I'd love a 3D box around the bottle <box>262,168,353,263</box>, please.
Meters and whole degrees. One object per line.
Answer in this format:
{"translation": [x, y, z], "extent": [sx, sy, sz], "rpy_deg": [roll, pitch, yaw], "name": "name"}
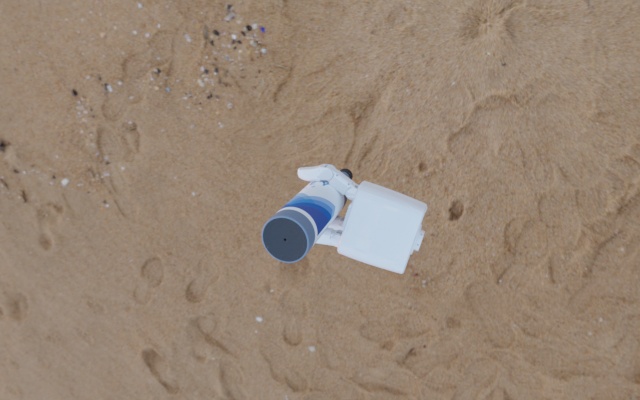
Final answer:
{"translation": [0.000, 0.002, 0.745], "extent": [0.069, 0.069, 0.295], "rpy_deg": [0, 19, 19], "name": "bottle"}
